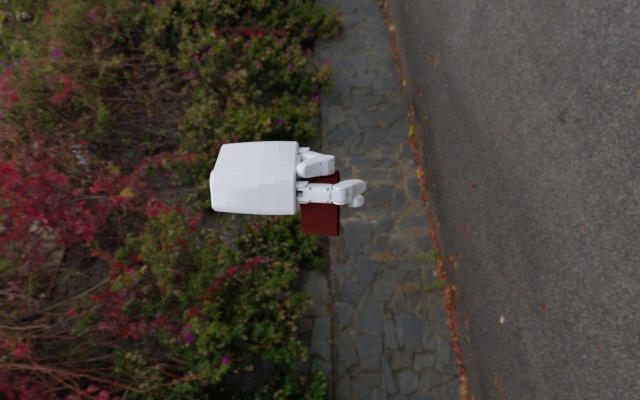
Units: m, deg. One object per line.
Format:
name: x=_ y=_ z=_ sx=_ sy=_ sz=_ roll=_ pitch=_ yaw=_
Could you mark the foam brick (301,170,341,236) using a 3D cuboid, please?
foam brick: x=0.000 y=0.002 z=0.644 sx=0.051 sy=0.078 sz=0.053 roll=0 pitch=19 yaw=0
